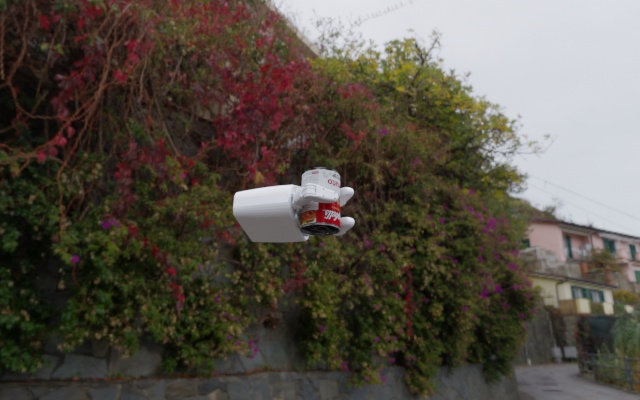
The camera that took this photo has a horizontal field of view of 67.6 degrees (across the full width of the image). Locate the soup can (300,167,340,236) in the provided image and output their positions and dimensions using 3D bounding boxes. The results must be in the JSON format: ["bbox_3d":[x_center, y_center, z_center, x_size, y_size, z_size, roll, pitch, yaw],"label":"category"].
[{"bbox_3d":[0.001,0.002,0.816,0.068,0.102,0.068,1,-20,0],"label":"soup can"}]
